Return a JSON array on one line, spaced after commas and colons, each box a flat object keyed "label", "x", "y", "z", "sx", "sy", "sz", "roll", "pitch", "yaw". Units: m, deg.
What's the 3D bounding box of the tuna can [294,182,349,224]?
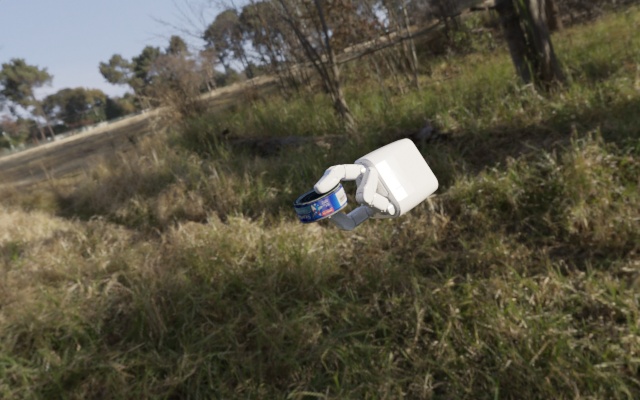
[{"label": "tuna can", "x": 0.000, "y": 0.002, "z": 0.776, "sx": 0.086, "sy": 0.034, "sz": 0.086, "roll": -23, "pitch": 14, "yaw": 6}]
